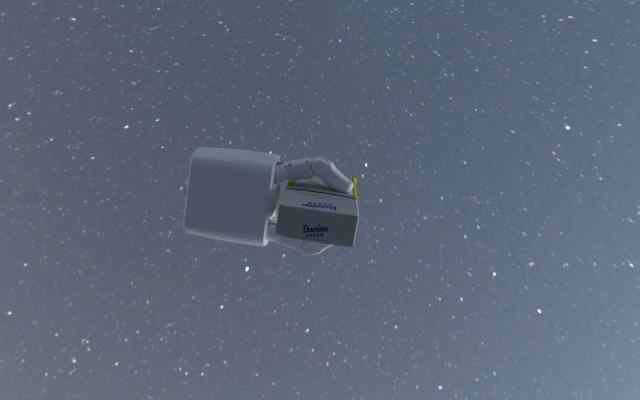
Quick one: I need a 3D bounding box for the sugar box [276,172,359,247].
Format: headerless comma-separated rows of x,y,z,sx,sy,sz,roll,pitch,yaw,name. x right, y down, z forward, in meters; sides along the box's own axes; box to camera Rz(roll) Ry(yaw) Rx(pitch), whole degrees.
0.000,0.002,0.619,0.093,0.048,0.176,9,21,1,sugar box
